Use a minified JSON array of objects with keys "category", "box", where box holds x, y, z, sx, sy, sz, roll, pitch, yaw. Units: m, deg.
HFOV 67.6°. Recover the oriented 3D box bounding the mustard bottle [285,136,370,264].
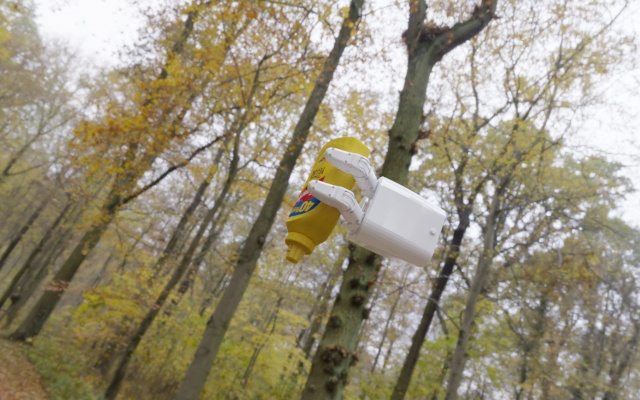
[{"category":"mustard bottle","box":[0.000,0.002,0.673,0.058,0.191,0.096,37,-27,-24]}]
